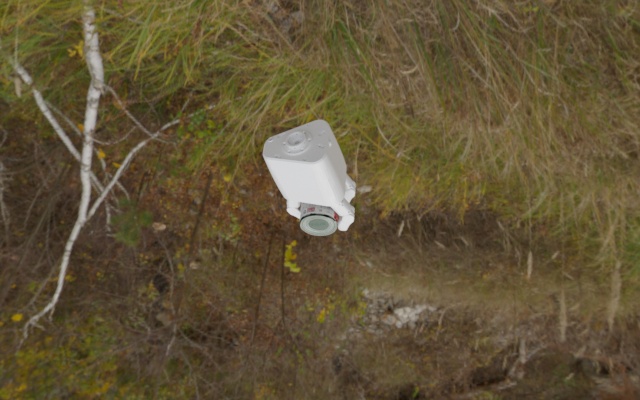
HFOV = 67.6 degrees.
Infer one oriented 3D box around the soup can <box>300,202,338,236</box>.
[{"bbox_3d":[0.000,0.003,0.849,0.068,0.102,0.069,3,-36,2],"label":"soup can"}]
